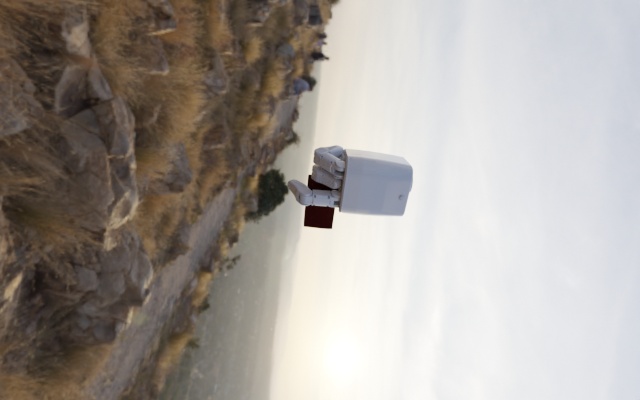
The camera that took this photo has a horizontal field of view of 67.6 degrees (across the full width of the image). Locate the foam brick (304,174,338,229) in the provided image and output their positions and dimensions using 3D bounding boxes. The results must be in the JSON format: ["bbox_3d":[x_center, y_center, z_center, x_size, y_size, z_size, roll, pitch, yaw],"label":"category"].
[{"bbox_3d":[0.000,0.003,0.815,0.051,0.078,0.053,6,32,-2],"label":"foam brick"}]
